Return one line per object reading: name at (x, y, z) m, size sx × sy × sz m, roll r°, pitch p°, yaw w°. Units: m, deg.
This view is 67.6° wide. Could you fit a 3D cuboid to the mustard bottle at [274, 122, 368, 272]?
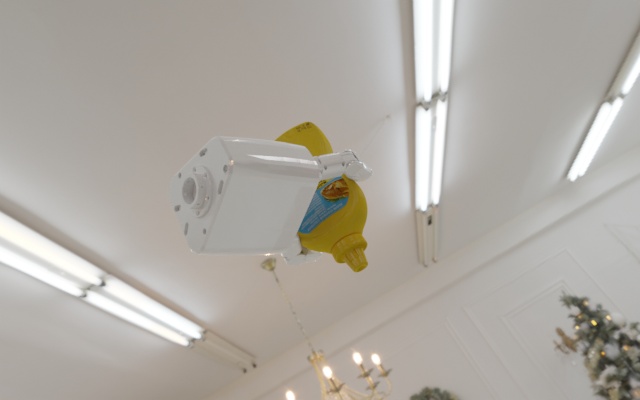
mustard bottle at (0.000, 0.002, 0.562) m, size 0.096 × 0.191 × 0.058 m, roll -37°, pitch -30°, yaw 10°
